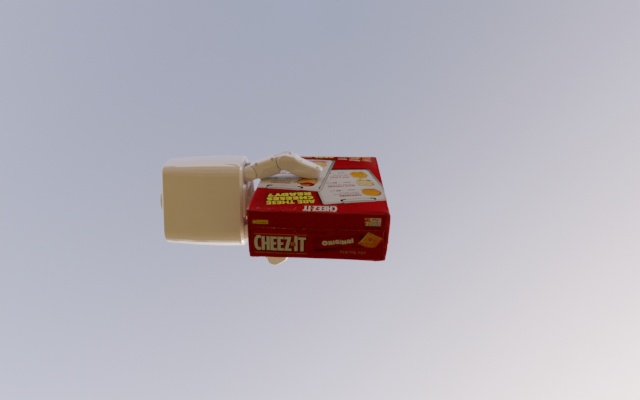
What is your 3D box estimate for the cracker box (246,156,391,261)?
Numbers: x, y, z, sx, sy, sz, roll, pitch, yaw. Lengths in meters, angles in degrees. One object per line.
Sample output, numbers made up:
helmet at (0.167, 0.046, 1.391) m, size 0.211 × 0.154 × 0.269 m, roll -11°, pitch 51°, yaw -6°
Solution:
cracker box at (0.000, 0.002, 0.642) m, size 0.164 × 0.072 × 0.213 m, roll 1°, pitch 23°, yaw 2°
